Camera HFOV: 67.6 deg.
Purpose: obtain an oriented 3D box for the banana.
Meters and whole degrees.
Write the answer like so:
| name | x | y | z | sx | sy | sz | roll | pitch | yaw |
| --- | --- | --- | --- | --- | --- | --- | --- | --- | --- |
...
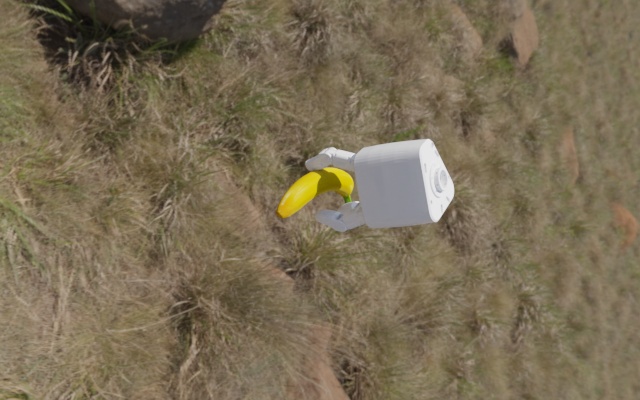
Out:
| name | x | y | z | sx | sy | sz | roll | pitch | yaw |
| --- | --- | --- | --- | --- | --- | --- | --- | --- | --- |
| banana | 0.001 | -0.016 | 0.751 | 0.037 | 0.069 | 0.198 | 2 | 6 | 37 |
